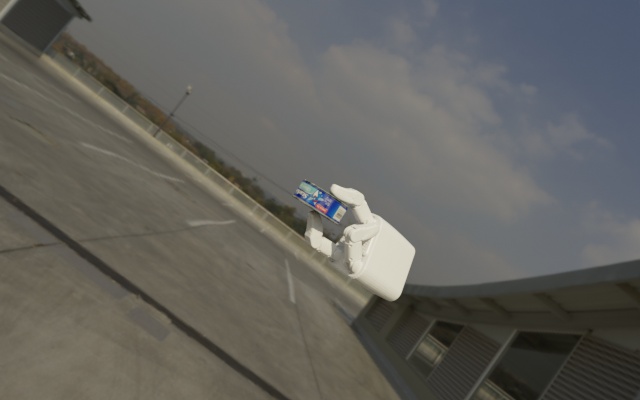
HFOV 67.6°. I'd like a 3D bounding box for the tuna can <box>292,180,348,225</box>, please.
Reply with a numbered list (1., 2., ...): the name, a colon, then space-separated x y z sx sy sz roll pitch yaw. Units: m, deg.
1. tuna can: 0.000 0.002 0.755 0.086 0.034 0.086 33 -2 1
